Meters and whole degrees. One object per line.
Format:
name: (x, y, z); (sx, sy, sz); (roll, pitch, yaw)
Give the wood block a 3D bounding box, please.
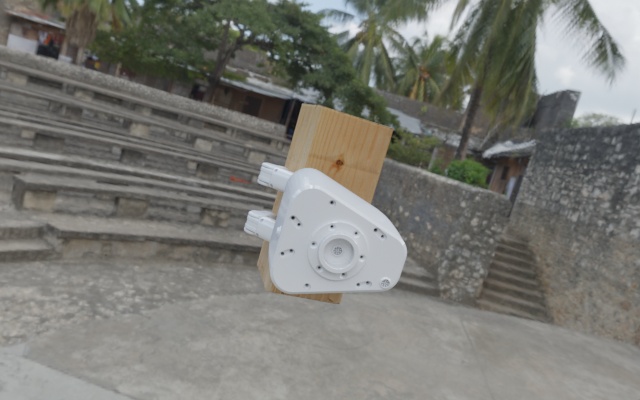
wood block: (0.001, 0.002, 0.554); (0.091, 0.206, 0.090); (14, 8, -17)
